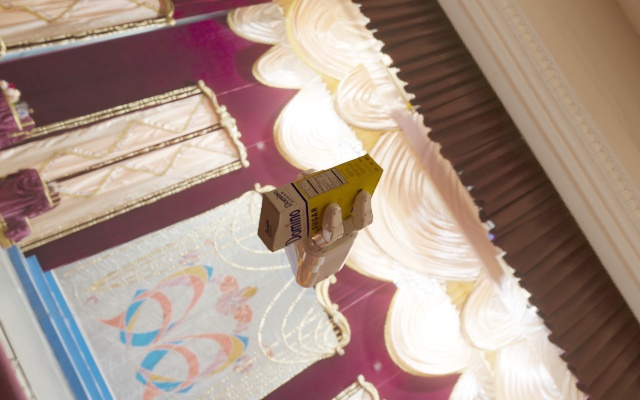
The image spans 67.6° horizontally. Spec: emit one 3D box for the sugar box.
[{"bbox_3d":[0.000,0.003,0.664,0.176,0.048,0.093,-26,-29,-30],"label":"sugar box"}]
